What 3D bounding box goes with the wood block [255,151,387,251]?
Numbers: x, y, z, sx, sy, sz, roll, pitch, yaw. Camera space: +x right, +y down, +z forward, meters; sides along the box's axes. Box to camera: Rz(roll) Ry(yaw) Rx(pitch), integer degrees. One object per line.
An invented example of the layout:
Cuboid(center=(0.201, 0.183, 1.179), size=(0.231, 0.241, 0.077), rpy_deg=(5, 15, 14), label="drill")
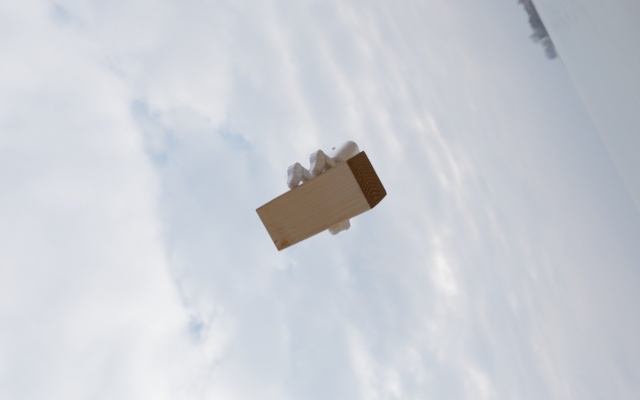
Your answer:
Cuboid(center=(0.000, 0.003, 0.850), size=(0.206, 0.091, 0.090), rpy_deg=(-27, 5, 30), label="wood block")
